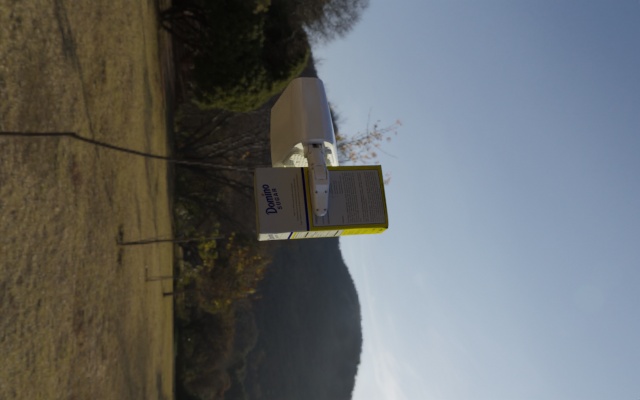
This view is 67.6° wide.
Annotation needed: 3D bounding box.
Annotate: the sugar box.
[{"bbox_3d":[0.000,0.002,0.649,0.176,0.093,0.048,-2,-18,-10],"label":"sugar box"}]
